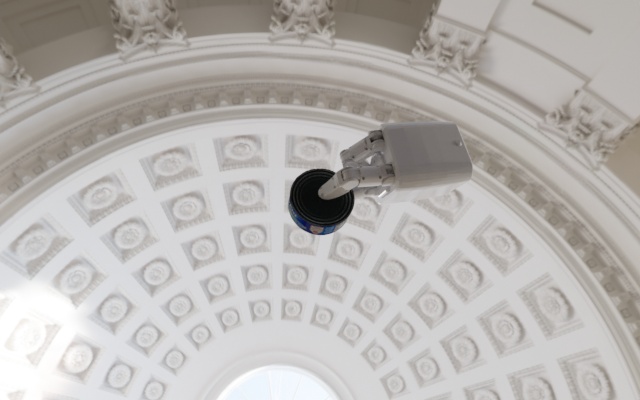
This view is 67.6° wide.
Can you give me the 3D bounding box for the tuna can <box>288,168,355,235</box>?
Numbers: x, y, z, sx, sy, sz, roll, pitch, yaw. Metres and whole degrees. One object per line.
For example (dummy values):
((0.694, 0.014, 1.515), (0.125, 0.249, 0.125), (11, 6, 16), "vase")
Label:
((0.000, 0.002, 0.635), (0.086, 0.086, 0.034), (0, -27, -11), "tuna can")
